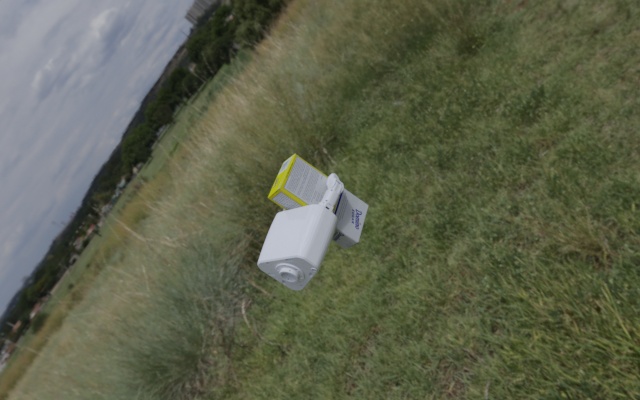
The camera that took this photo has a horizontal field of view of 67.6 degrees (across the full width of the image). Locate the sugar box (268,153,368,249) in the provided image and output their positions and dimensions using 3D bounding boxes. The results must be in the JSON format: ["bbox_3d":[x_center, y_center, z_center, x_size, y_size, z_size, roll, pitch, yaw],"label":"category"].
[{"bbox_3d":[0.000,0.003,0.856,0.176,0.093,0.048,37,-41,-20],"label":"sugar box"}]
